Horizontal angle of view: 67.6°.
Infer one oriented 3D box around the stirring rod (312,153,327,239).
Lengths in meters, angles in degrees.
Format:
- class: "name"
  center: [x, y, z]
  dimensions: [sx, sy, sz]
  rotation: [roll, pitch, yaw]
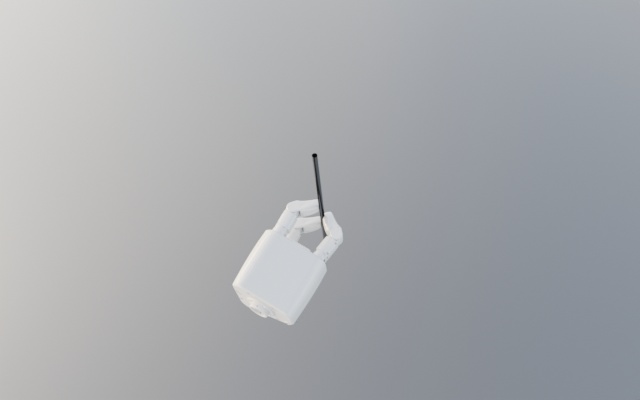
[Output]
- class: "stirring rod"
  center: [0.000, 0.003, 0.772]
  dimensions: [0.011, 0.011, 0.240]
  rotation: [0, -33, 5]
